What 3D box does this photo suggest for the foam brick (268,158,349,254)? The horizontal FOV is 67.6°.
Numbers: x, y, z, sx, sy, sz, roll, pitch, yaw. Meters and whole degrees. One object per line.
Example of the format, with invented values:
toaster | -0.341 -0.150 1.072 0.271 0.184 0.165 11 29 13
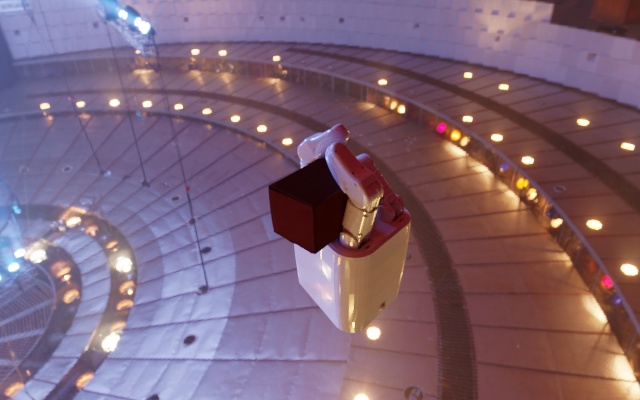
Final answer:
foam brick | 0.000 0.001 0.427 0.053 0.051 0.078 26 41 33
